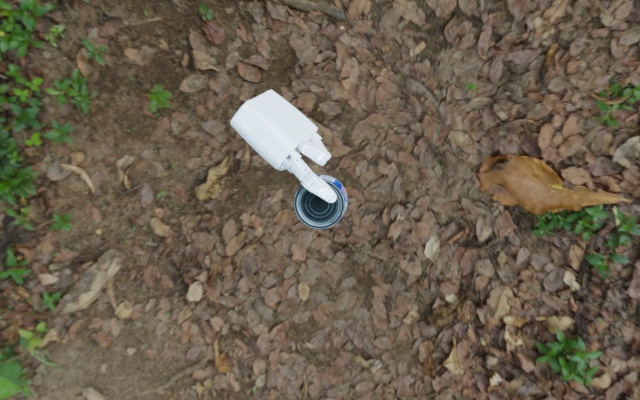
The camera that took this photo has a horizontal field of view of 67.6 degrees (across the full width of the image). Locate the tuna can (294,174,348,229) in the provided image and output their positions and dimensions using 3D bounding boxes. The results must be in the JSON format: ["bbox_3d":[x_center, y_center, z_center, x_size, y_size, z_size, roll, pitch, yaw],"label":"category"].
[{"bbox_3d":[0.000,0.003,0.775,0.086,0.086,0.033,0,14,9],"label":"tuna can"}]
